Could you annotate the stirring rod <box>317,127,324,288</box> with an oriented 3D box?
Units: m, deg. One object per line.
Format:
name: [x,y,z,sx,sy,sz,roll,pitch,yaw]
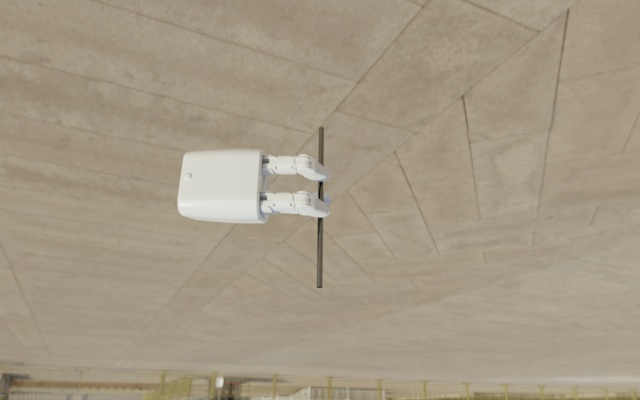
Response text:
stirring rod: [0.000,0.002,0.665,0.011,0.239,0.011,1,-24,0]
